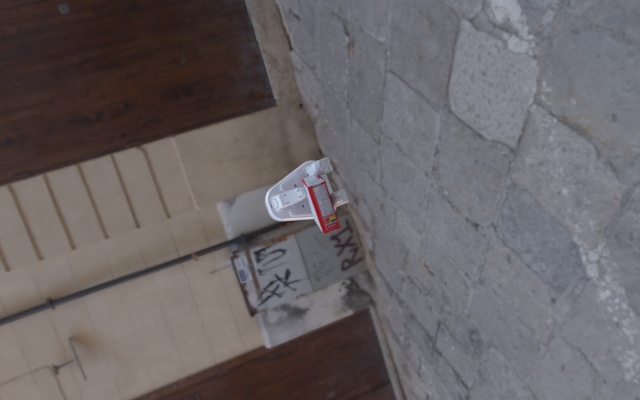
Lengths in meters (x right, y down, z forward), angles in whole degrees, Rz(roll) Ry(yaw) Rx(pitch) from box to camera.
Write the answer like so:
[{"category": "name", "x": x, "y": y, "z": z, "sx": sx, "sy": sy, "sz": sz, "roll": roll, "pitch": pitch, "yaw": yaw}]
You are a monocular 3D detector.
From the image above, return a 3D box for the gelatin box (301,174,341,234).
[{"category": "gelatin box", "x": 0.000, "y": 0.003, "z": 0.711, "sx": 0.030, "sy": 0.073, "sz": 0.089, "roll": -19, "pitch": 12, "yaw": -4}]
